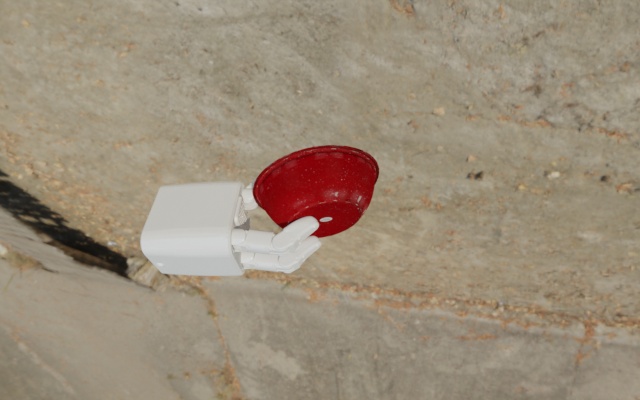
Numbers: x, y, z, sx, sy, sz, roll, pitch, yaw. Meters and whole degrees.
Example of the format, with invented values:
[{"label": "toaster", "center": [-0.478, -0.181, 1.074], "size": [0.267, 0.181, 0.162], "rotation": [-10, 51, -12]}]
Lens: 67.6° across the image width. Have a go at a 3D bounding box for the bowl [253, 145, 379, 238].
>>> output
[{"label": "bowl", "center": [0.001, 0.002, 0.586], "size": [0.162, 0.055, 0.162], "rotation": [-10, -30, -6]}]
